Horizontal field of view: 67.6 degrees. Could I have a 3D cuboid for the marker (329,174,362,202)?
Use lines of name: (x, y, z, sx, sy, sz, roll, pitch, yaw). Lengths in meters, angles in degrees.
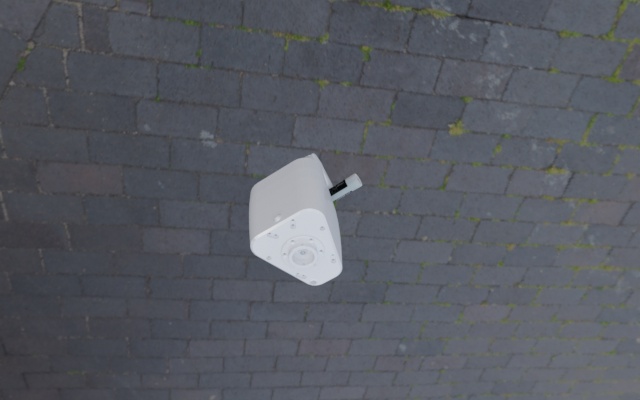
marker: (0.000, 0.002, 0.643, 0.121, 0.020, 0.020, -31, -9, 15)
